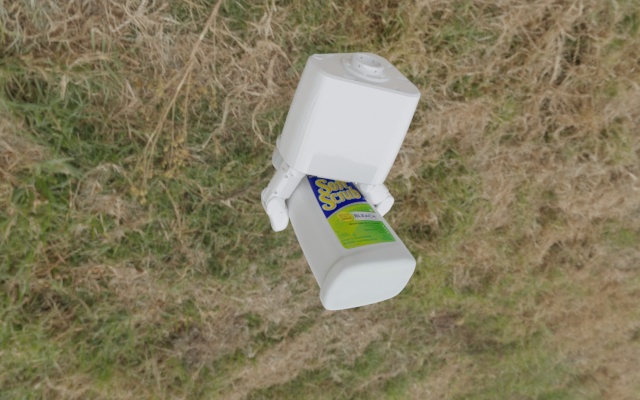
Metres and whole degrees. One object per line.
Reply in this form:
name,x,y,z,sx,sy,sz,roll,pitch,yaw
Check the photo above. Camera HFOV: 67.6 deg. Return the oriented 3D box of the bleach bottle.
bleach bottle,0.000,0.002,0.540,0.102,0.068,0.250,-3,42,-31
